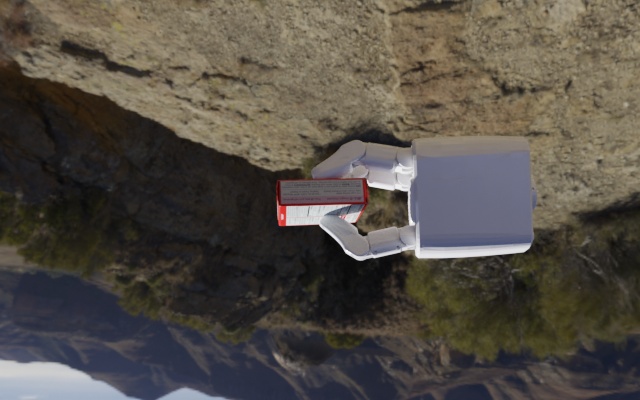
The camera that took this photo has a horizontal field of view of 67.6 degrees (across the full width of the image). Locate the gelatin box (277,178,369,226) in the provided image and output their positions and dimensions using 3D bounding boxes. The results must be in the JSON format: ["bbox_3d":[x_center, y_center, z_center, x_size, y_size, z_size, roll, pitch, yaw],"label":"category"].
[{"bbox_3d":[0.000,0.002,0.491,0.089,0.030,0.073,-2,-17,-5],"label":"gelatin box"}]
